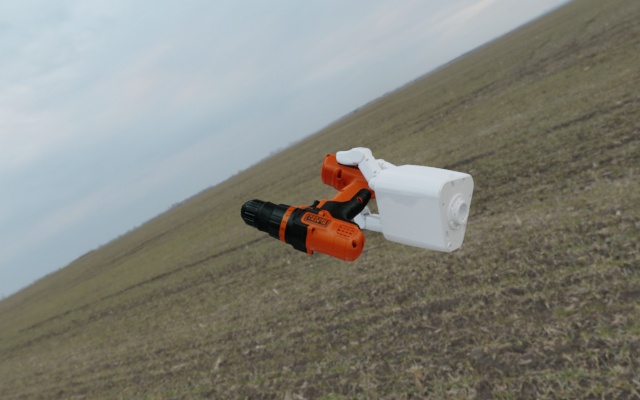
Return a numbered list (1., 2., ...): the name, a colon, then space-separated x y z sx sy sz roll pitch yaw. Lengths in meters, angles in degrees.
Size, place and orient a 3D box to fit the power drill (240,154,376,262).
1. power drill: 0.001 0.002 0.707 0.184 0.057 0.187 19 42 18
